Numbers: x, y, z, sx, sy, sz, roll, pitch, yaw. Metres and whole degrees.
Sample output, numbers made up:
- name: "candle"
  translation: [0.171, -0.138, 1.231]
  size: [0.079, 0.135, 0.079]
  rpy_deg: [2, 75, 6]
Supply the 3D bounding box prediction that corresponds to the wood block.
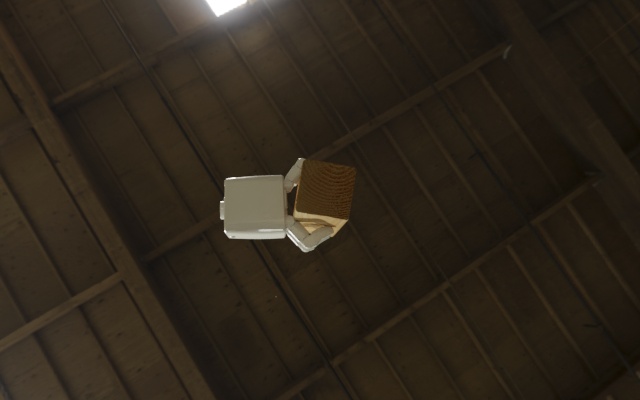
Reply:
- name: "wood block"
  translation: [0.000, 0.002, 0.865]
  size: [0.090, 0.090, 0.206]
  rpy_deg: [9, -12, -4]
